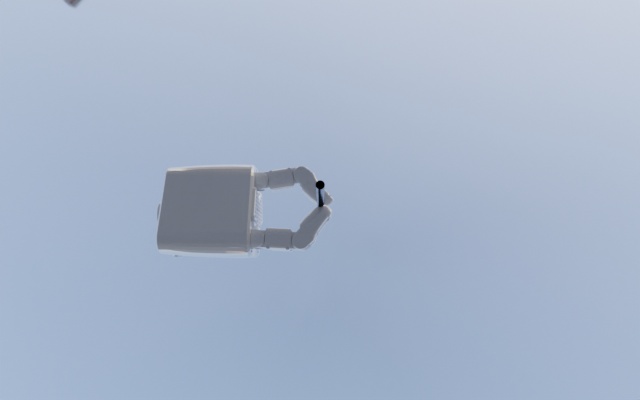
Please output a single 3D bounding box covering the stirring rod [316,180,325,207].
[{"bbox_3d":[0.000,0.002,0.527,0.011,0.011,0.239,0,-7,0],"label":"stirring rod"}]
